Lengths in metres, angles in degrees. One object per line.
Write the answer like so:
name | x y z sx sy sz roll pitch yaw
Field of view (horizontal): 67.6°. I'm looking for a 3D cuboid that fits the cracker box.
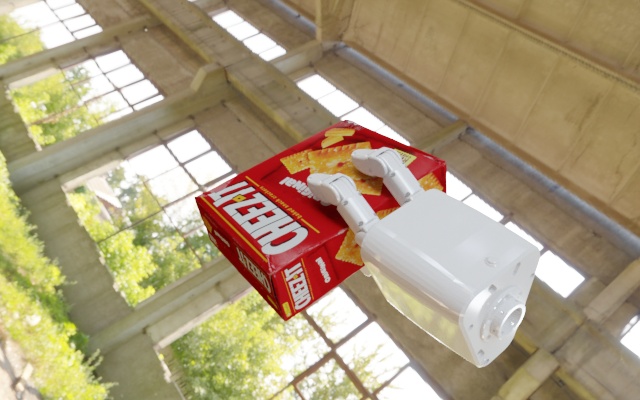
cracker box | 0.000 0.002 0.504 0.213 0.072 0.164 -30 40 -23
